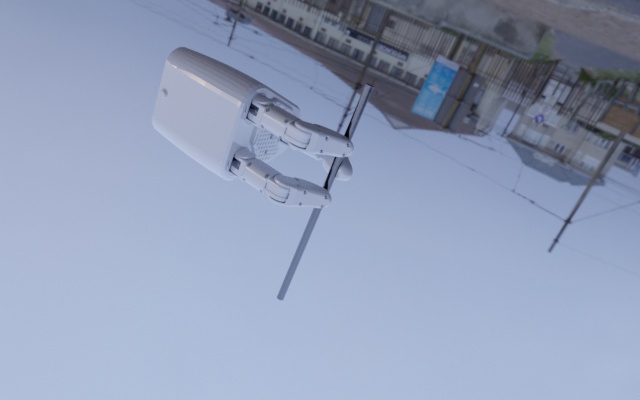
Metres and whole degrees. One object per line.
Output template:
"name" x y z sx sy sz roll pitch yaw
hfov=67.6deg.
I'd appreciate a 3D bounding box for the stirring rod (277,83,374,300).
"stirring rod" 0.000 0.001 0.464 0.011 0.240 0.011 19 23 -8
